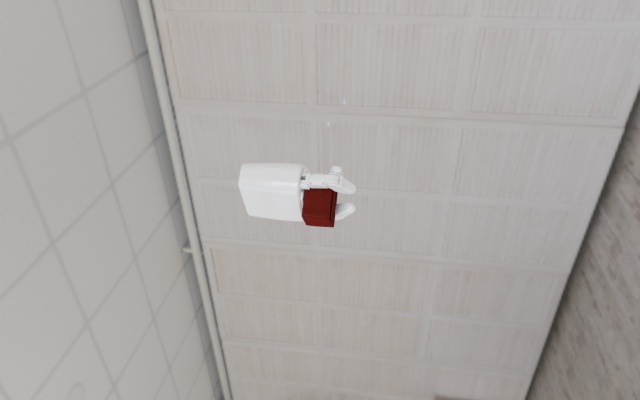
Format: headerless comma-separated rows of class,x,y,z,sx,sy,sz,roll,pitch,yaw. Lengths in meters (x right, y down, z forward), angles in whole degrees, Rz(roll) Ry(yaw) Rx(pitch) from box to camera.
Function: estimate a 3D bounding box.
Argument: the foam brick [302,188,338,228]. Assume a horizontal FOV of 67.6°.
foam brick,0.000,0.003,0.825,0.051,0.078,0.053,4,-20,9
